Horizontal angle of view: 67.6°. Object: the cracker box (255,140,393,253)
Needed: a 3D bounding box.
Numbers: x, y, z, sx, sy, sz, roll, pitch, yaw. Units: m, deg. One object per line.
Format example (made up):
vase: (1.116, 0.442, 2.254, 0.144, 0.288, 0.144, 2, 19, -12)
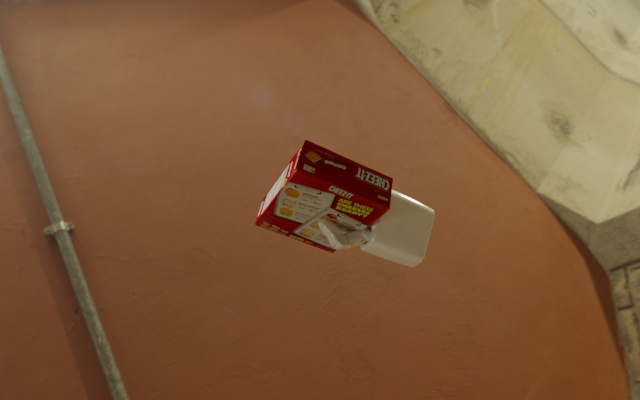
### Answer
cracker box: (0.000, 0.003, 0.826, 0.164, 0.072, 0.214, 22, -33, -15)
